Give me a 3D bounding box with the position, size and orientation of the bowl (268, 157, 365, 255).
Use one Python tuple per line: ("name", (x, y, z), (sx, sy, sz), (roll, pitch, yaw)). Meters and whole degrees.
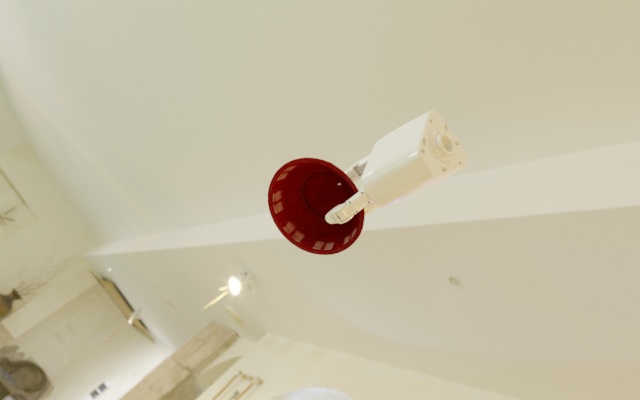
("bowl", (-0.001, 0.003, 0.752), (0.162, 0.162, 0.055), (0, 22, 24))
